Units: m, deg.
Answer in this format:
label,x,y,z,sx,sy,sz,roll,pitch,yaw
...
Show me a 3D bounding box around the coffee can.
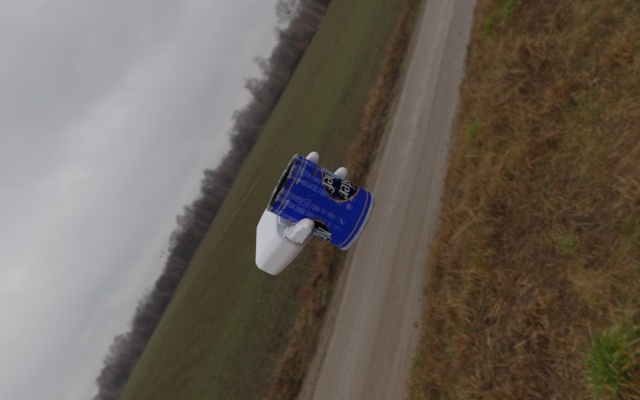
label,x,y,z,sx,sy,sz,roll,pitch,yaw
coffee can,0.000,0.002,0.757,0.140,0.103,0.103,28,-6,-11
